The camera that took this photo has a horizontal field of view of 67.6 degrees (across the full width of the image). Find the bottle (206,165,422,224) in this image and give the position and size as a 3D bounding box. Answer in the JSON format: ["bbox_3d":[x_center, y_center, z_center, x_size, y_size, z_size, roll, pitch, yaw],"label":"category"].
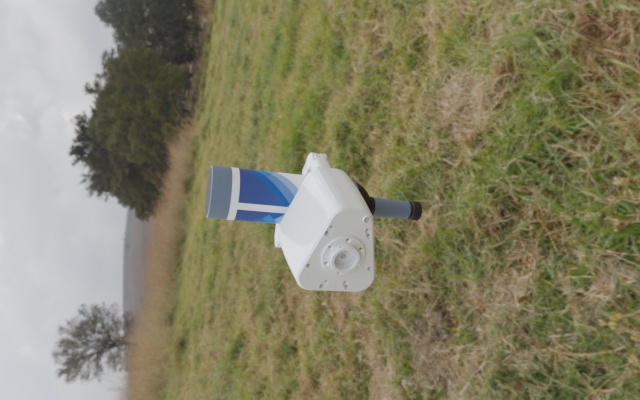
[{"bbox_3d":[0.000,0.002,0.641,0.296,0.069,0.069,5,-2,-18],"label":"bottle"}]
